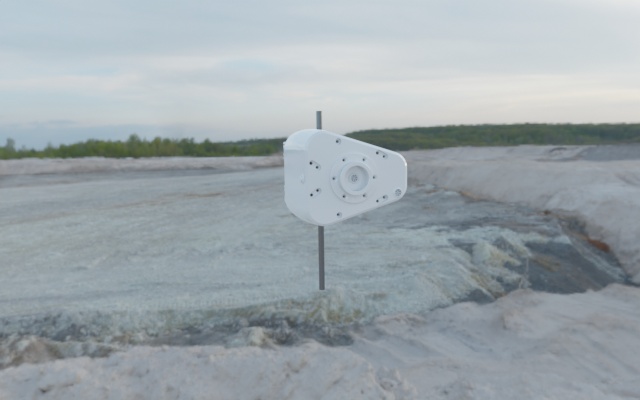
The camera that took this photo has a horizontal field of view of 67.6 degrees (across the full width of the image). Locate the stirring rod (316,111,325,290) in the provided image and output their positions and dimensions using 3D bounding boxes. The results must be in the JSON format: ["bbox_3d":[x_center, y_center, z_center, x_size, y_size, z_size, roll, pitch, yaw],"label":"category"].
[{"bbox_3d":[0.000,0.002,0.640,0.011,0.239,0.011,-1,6,0],"label":"stirring rod"}]
